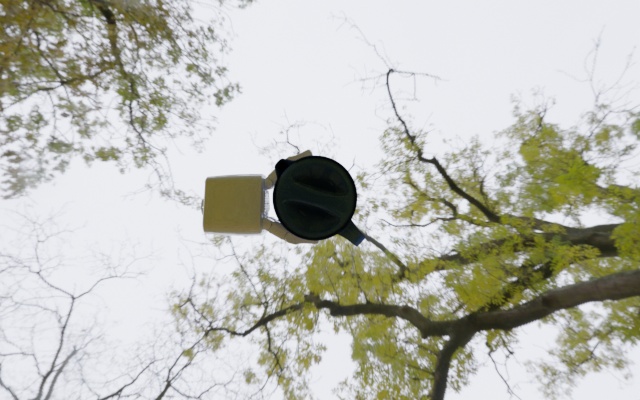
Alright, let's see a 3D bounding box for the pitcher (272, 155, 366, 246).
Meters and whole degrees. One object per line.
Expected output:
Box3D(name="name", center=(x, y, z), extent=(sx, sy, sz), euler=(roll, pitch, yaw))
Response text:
Box3D(name="pitcher", center=(0.000, 0.003, 0.855), extent=(0.145, 0.149, 0.243), euler=(-3, 1, 1))
